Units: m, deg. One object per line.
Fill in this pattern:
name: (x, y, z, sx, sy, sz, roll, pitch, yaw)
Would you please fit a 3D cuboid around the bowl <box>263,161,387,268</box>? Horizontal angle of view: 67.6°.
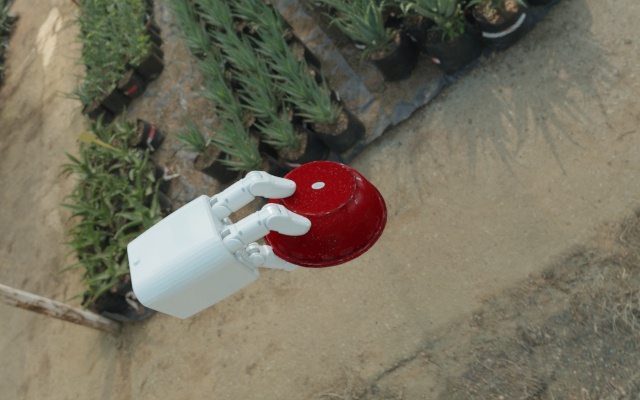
bowl: (0.001, 0.001, 0.586, 0.162, 0.162, 0.055, 0, -43, 11)
